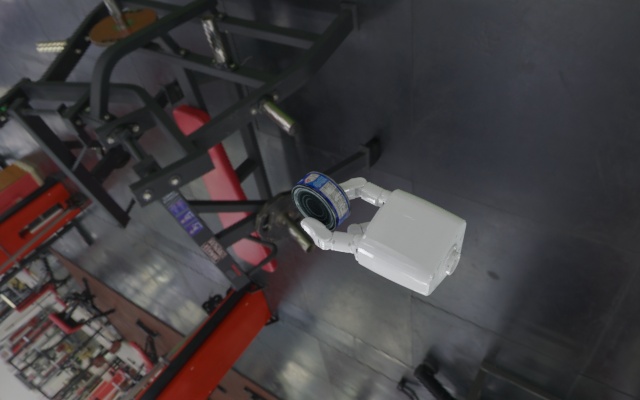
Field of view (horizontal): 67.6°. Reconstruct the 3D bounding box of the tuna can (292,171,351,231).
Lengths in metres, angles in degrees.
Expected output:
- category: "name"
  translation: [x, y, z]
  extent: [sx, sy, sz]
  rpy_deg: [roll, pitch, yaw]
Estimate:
- category: "tuna can"
  translation: [0.000, 0.003, 0.683]
  extent: [0.033, 0.086, 0.086]
  rpy_deg: [-43, 25, -29]
